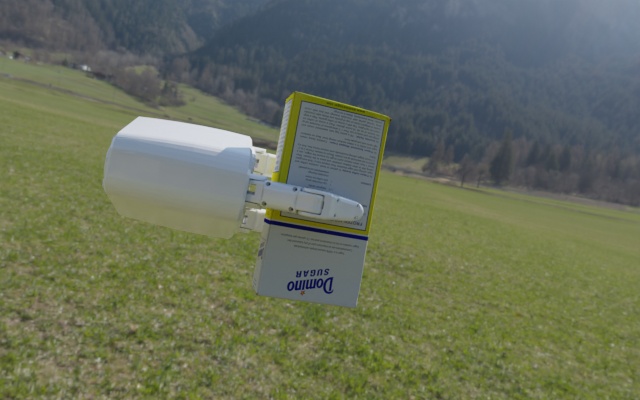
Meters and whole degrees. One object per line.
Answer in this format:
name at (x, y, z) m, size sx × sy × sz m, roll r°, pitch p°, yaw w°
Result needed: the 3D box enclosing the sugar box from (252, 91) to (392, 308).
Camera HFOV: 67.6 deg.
sugar box at (0.000, 0.001, 0.430) m, size 0.093 × 0.176 × 0.048 m, roll 12°, pitch 1°, yaw -15°
